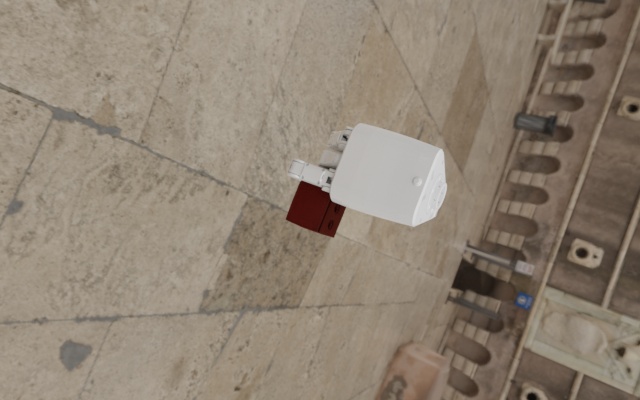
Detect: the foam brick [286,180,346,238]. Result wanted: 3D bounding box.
[{"bbox_3d":[0.000,0.002,0.608,0.051,0.078,0.053,20,-3,24],"label":"foam brick"}]
